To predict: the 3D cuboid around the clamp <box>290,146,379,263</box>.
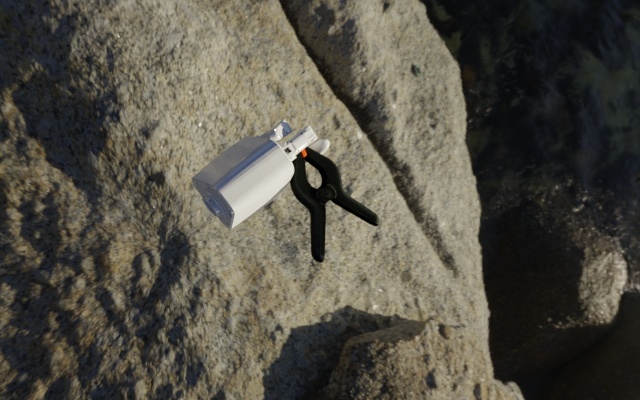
[{"bbox_3d":[0.000,0.002,0.702,0.120,0.171,0.039,-41,8,-26],"label":"clamp"}]
